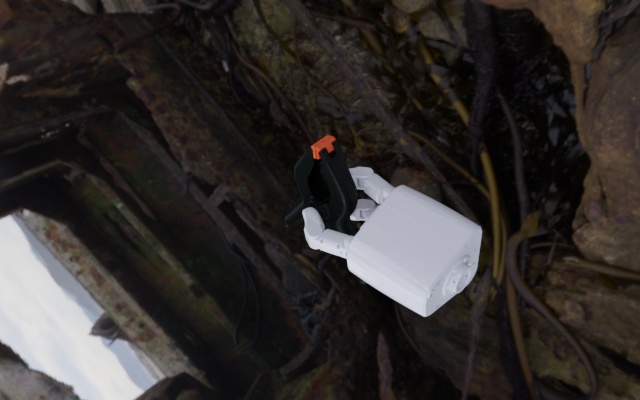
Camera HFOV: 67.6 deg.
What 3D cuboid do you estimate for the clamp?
[{"bbox_3d":[0.000,0.002,0.615,0.164,0.210,0.036,29,54,35],"label":"clamp"}]
